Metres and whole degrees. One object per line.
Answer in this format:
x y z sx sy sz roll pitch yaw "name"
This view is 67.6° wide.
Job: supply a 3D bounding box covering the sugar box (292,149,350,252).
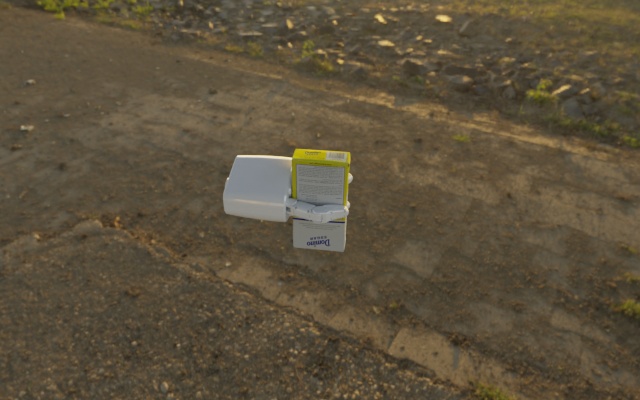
0.000 0.002 0.809 0.093 0.176 0.048 5 35 5 "sugar box"
